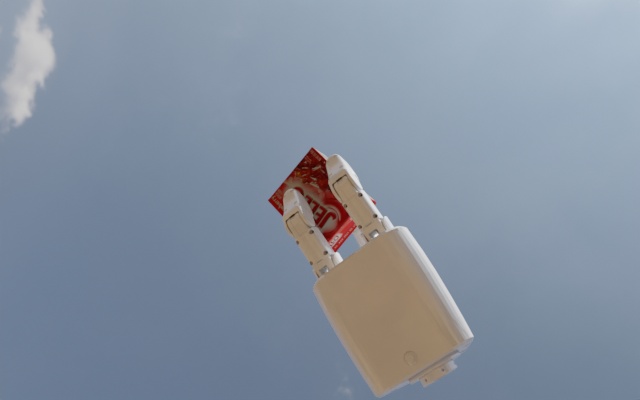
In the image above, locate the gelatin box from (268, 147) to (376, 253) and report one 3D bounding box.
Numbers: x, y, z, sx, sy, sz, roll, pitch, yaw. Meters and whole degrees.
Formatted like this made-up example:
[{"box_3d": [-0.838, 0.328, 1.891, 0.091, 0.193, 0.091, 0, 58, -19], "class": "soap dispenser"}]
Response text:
[{"box_3d": [0.000, 0.001, 0.476, 0.089, 0.073, 0.030, 45, 10, 33], "class": "gelatin box"}]
